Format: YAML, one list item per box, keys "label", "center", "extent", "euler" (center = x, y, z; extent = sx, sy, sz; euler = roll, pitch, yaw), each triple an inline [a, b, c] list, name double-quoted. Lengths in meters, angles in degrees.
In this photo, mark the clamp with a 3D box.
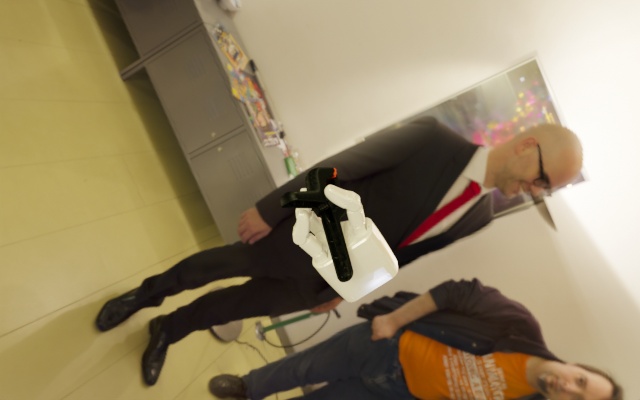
- label: "clamp"
  center: [0.001, 0.002, 0.734]
  extent: [0.036, 0.165, 0.209]
  euler: [-25, 33, 21]
